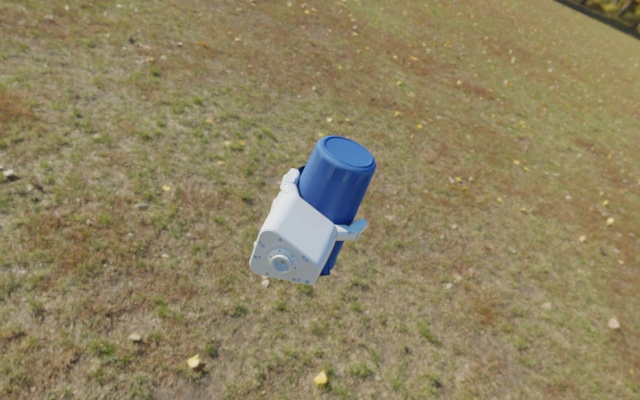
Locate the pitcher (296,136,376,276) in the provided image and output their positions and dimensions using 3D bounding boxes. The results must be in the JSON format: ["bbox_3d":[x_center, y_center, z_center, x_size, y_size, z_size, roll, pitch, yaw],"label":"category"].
[{"bbox_3d":[0.000,0.003,0.866,0.149,0.243,0.145,26,33,3],"label":"pitcher"}]
